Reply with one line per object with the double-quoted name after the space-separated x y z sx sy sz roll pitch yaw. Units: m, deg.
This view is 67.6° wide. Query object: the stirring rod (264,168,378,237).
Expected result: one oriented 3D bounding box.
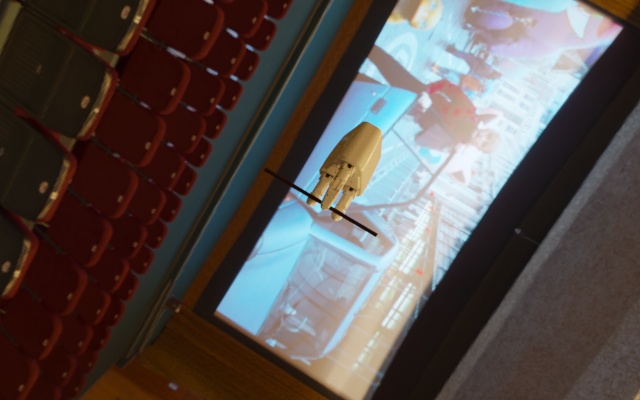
0.000 0.003 0.883 0.239 0.011 0.011 31 2 3 "stirring rod"
